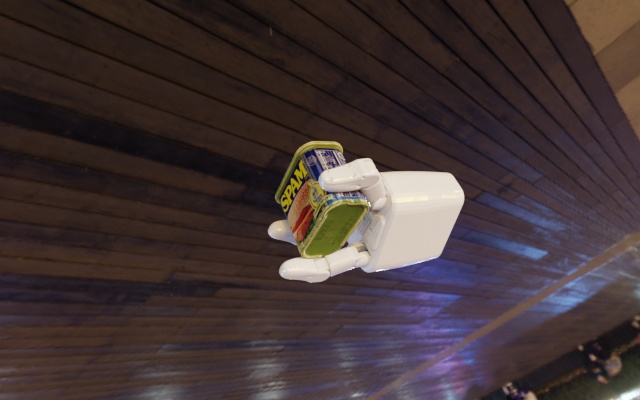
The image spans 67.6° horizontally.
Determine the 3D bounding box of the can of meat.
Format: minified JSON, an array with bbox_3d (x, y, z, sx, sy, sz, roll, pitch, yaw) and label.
[{"bbox_3d":[0.000,0.002,0.516,0.057,0.084,0.102,-2,-39,-31],"label":"can of meat"}]
